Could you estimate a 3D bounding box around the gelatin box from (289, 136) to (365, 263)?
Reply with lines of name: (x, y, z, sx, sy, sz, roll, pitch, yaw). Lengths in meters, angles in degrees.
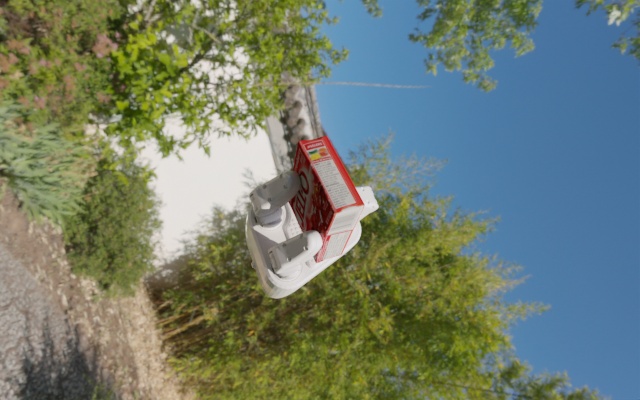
gelatin box: (0.001, 0.001, 0.409, 0.030, 0.073, 0.089, -15, -28, -21)
